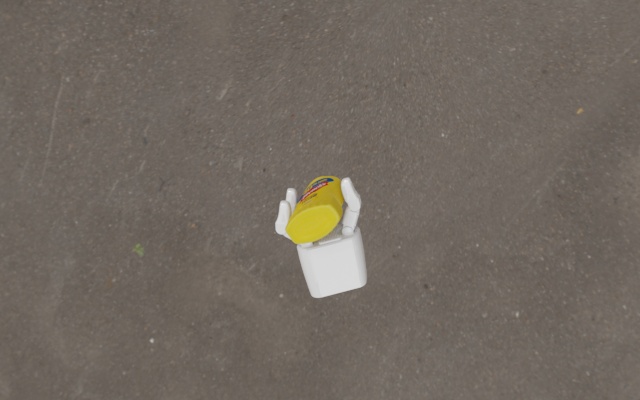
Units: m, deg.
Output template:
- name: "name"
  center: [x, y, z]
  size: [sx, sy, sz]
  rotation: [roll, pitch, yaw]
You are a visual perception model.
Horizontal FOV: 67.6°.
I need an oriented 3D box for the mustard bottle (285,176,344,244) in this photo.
- name: "mustard bottle"
  center: [0.000, 0.003, 0.851]
  size: [0.096, 0.058, 0.191]
  rotation: [-32, 15, 20]
